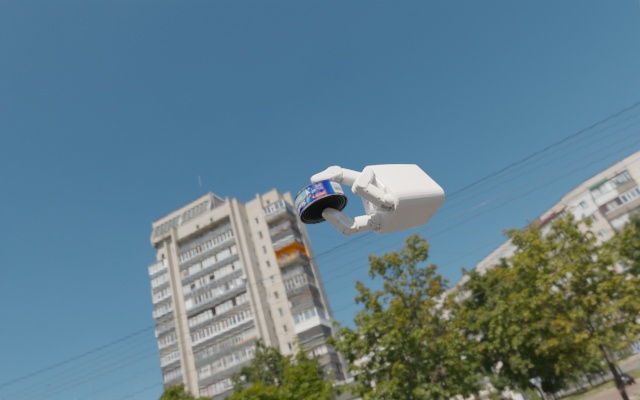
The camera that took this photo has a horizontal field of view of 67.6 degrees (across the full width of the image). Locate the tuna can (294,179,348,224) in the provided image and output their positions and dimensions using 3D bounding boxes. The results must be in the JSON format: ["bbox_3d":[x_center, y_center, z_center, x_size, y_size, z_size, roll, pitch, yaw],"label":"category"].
[{"bbox_3d":[0.000,0.002,0.799,0.086,0.033,0.086,-20,-27,-11],"label":"tuna can"}]
